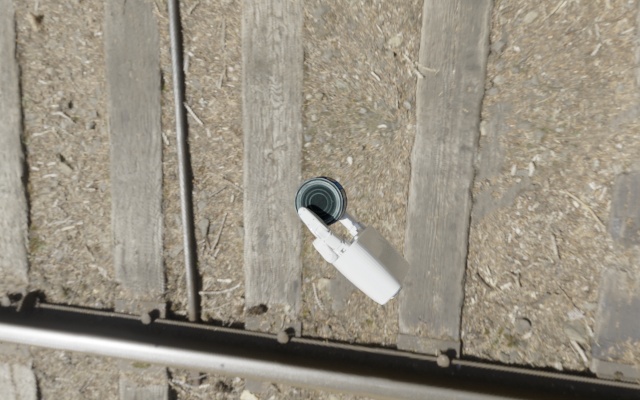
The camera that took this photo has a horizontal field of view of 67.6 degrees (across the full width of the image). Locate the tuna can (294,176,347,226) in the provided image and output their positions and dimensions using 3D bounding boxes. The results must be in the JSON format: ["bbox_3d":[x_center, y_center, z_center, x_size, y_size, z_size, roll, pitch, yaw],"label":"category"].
[{"bbox_3d":[0.000,0.003,0.800,0.086,0.086,0.034,0,5,14],"label":"tuna can"}]
